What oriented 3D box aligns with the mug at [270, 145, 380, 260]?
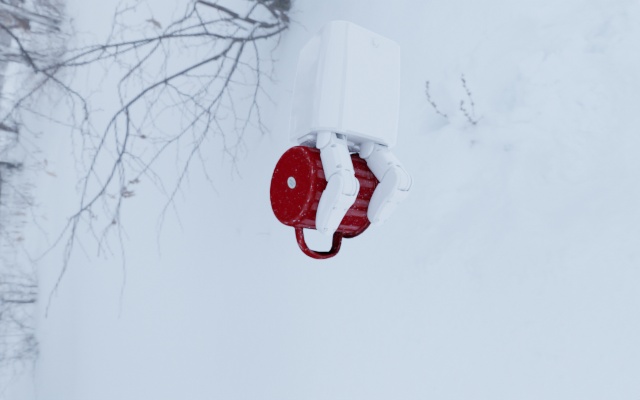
[{"bbox_3d":[0.000,0.003,0.489,0.081,0.117,0.093,9,-6,-36],"label":"mug"}]
